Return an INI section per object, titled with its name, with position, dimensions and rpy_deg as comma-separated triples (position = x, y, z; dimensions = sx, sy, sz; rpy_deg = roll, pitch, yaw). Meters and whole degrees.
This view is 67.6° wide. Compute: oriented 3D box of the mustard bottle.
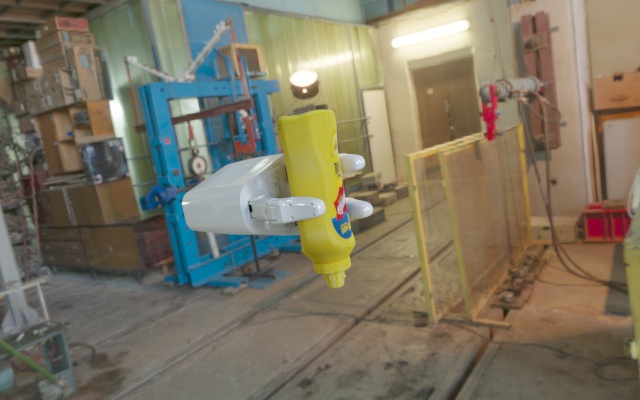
[mustard bottle]
position = 0.000, 0.001, 0.514
dimensions = 0.058, 0.191, 0.096
rpy_deg = -8, 9, 12
